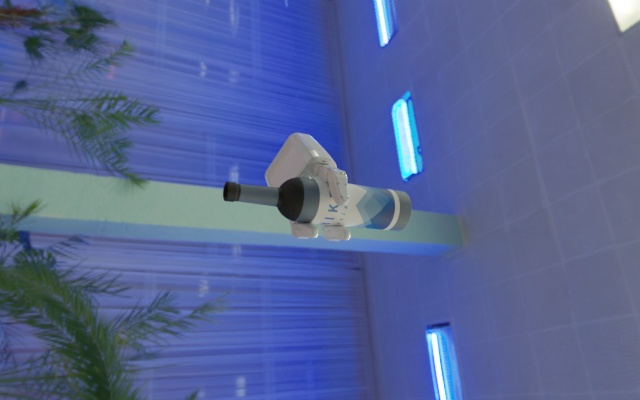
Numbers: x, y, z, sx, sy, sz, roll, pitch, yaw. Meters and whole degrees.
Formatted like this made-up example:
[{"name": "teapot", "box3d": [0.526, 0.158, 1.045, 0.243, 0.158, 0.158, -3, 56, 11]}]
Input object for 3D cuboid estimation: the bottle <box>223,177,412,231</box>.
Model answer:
[{"name": "bottle", "box3d": [0.000, 0.002, 0.720, 0.296, 0.069, 0.069, 7, -3, -27]}]
